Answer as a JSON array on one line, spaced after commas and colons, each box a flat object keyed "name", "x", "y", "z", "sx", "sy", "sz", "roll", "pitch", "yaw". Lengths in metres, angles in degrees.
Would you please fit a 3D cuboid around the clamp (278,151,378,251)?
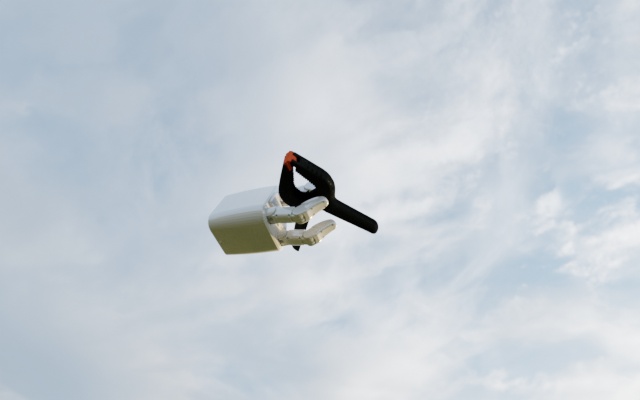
[{"name": "clamp", "x": 0.000, "y": 0.002, "z": 0.801, "sx": 0.164, "sy": 0.210, "sz": 0.036, "roll": -10, "pitch": 41, "yaw": 14}]
